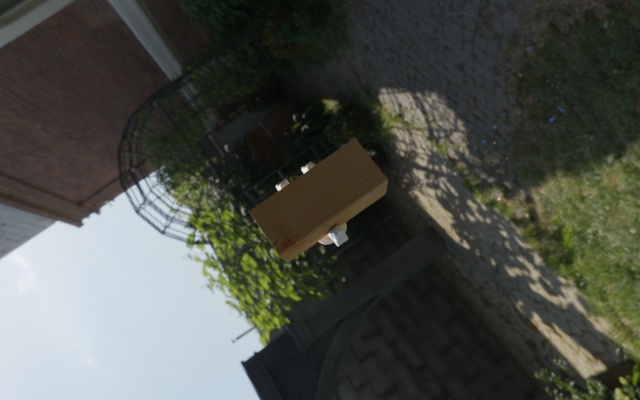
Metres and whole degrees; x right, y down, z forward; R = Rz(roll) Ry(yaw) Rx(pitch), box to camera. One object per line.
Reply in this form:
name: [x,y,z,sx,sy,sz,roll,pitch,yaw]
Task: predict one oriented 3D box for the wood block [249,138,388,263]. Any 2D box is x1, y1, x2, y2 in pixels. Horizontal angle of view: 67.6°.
wood block: [0.000,0.003,0.785,0.206,0.091,0.090,-35,-15,-5]
